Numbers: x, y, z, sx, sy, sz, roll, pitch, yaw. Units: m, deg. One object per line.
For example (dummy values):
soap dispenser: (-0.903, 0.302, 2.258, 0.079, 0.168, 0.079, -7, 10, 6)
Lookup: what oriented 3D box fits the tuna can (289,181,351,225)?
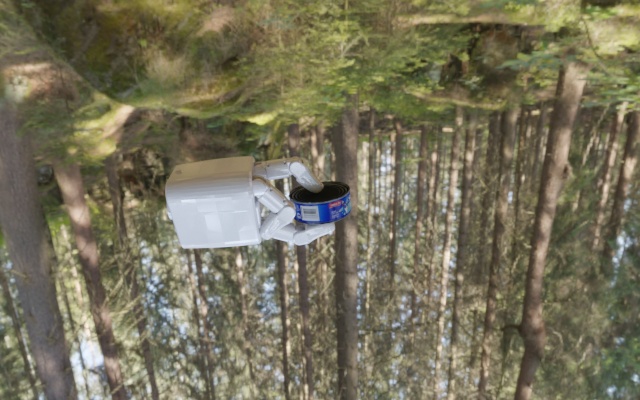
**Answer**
tuna can: (0.000, 0.003, 0.669, 0.086, 0.034, 0.086, -6, 21, 2)
